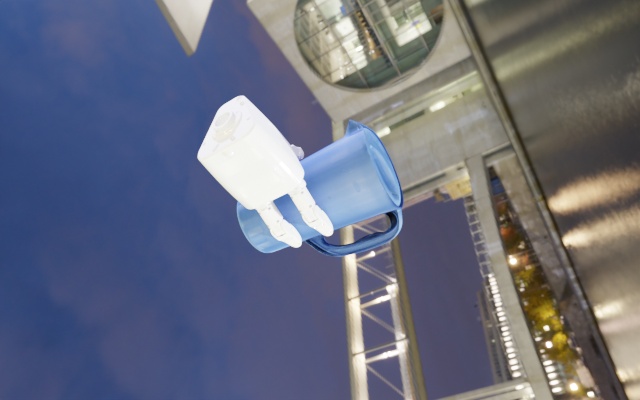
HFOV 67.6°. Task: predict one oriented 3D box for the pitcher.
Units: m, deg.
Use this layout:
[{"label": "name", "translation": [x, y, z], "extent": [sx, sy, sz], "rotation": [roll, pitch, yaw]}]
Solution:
[{"label": "pitcher", "translation": [0.000, 0.002, 0.737], "extent": [0.243, 0.149, 0.145], "rotation": [-24, -46, 21]}]
